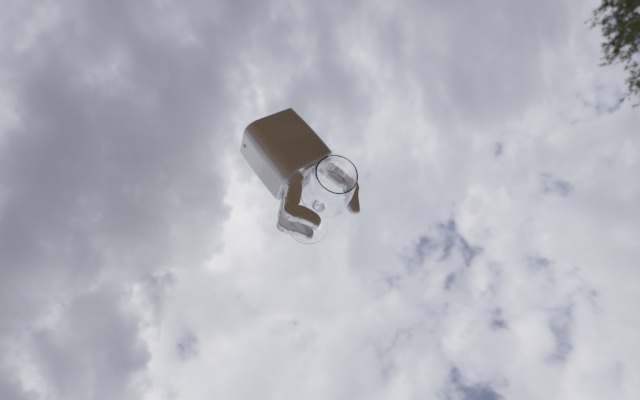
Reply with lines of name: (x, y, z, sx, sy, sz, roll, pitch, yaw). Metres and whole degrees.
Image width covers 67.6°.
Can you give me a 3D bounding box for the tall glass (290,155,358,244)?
tall glass: (0.000, 0.003, 0.752, 0.079, 0.079, 0.201, 0, -23, -15)
